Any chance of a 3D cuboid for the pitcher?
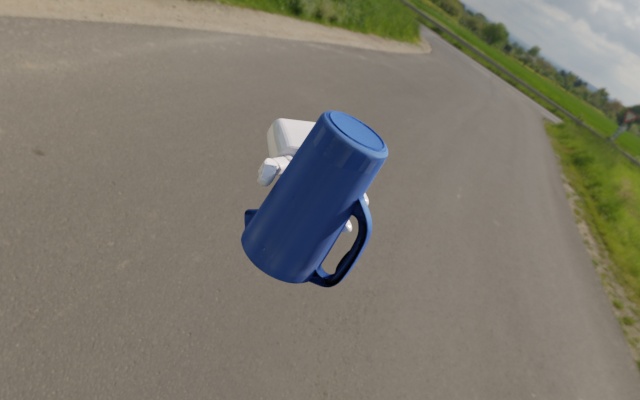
[{"bbox_3d":[0.000,0.002,0.698,0.149,0.243,0.145,20,30,-25],"label":"pitcher"}]
